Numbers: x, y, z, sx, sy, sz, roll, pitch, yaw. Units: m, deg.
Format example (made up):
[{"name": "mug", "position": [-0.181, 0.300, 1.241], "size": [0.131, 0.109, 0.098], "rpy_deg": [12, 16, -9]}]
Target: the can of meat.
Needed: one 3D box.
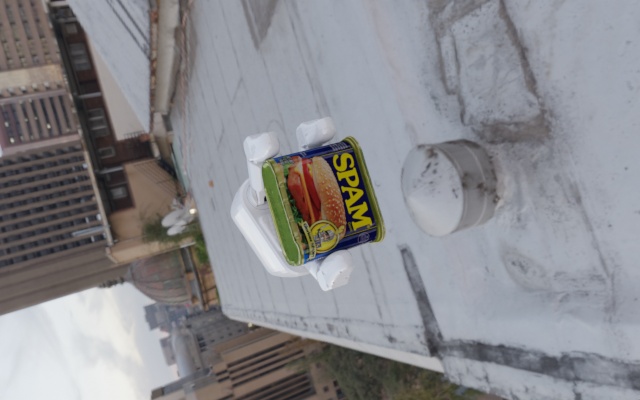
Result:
[{"name": "can of meat", "position": [0.000, 0.002, 0.433], "size": [0.084, 0.102, 0.057], "rpy_deg": [-16, -2, -20]}]
